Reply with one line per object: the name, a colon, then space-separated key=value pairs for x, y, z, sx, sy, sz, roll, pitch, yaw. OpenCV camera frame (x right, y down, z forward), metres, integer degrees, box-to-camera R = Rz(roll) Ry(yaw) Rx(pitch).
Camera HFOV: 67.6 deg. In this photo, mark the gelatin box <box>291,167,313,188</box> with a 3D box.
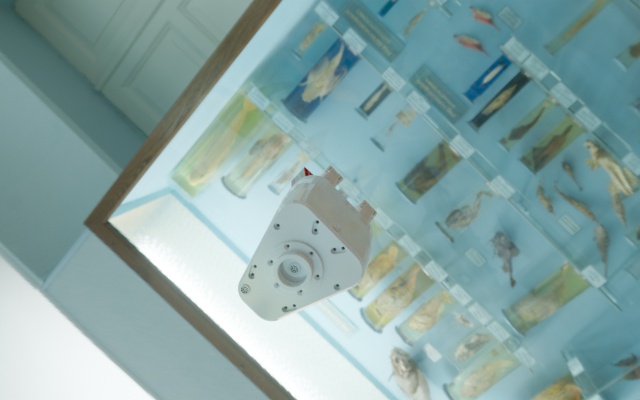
gelatin box: x=0.000 y=0.002 z=0.588 sx=0.073 sy=0.030 sz=0.089 roll=41 pitch=11 yaw=-16
